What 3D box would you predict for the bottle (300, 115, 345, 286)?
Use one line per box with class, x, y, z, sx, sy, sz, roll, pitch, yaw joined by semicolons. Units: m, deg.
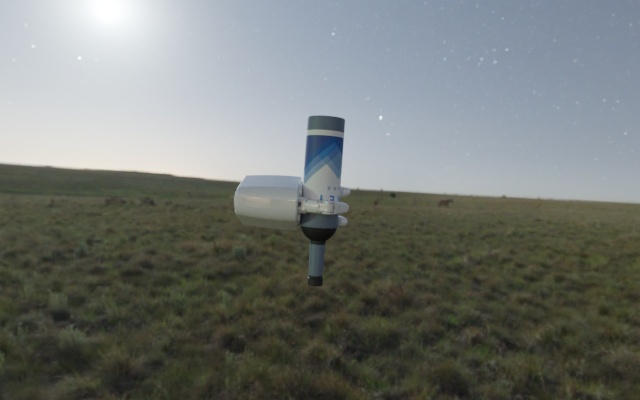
bottle;0.000;0.003;0.842;0.069;0.296;0.069;4;2;0
